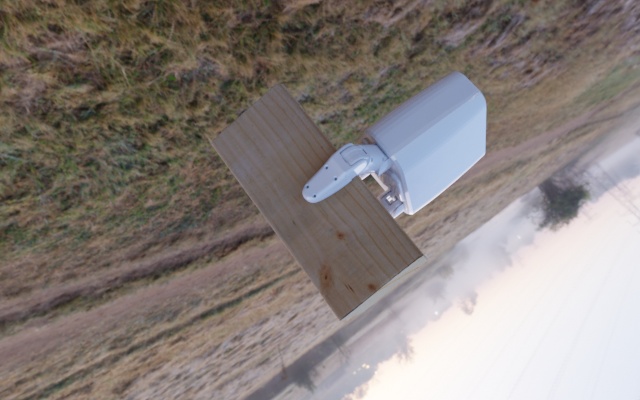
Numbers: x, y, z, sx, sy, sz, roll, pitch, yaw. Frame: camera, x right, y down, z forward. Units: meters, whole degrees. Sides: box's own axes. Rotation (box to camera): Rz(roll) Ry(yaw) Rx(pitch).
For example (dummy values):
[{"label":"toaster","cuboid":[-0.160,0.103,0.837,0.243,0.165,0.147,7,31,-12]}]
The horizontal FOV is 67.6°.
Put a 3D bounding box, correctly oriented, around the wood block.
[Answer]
[{"label":"wood block","cuboid":[0.000,0.001,0.459,0.090,0.206,0.091,-40,-17,6]}]
